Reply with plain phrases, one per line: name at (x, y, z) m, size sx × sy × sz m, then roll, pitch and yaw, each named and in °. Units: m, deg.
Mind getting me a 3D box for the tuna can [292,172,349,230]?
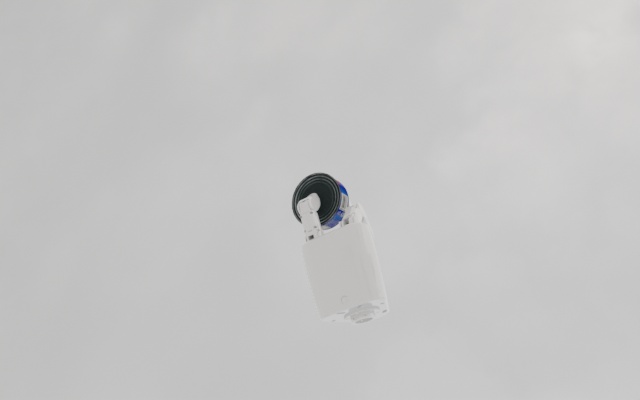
tuna can at (0.000, 0.003, 0.738) m, size 0.086 × 0.086 × 0.034 m, roll 0°, pitch -15°, yaw 30°
